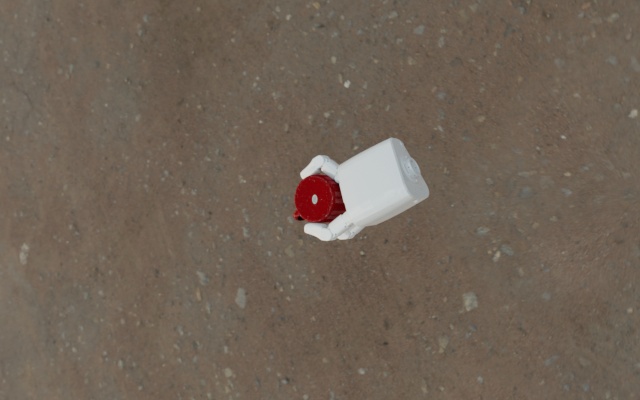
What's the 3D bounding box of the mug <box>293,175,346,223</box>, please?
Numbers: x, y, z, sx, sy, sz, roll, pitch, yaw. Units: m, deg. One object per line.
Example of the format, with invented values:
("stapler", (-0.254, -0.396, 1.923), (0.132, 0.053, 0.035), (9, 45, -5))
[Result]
("mug", (-0.001, 0.003, 0.829), (0.117, 0.093, 0.081), (-31, -16, 29))
